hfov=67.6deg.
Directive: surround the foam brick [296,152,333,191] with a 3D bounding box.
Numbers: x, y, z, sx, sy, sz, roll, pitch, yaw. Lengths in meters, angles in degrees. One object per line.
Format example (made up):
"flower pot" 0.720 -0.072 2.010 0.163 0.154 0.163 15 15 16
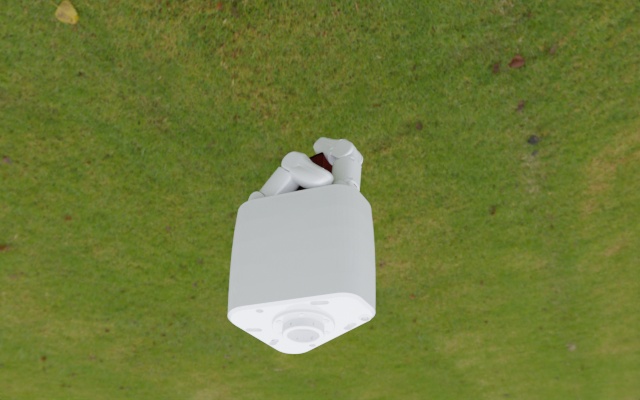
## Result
"foam brick" 0.000 0.002 0.475 0.053 0.051 0.078 -22 -45 25
